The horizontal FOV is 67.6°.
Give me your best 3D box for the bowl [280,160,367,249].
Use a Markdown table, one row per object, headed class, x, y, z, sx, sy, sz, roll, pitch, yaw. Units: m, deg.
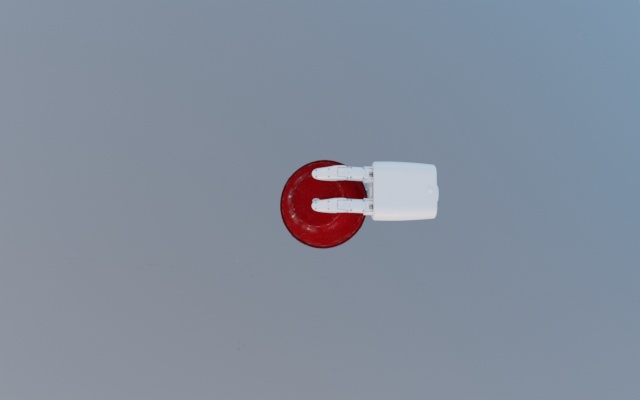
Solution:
| class | x | y | z | sx | sy | sz | roll | pitch | yaw |
| --- | --- | --- | --- | --- | --- | --- | --- | --- | --- |
| bowl | -0.001 | 0.003 | 0.836 | 0.162 | 0.162 | 0.055 | 0 | -7 | 11 |
